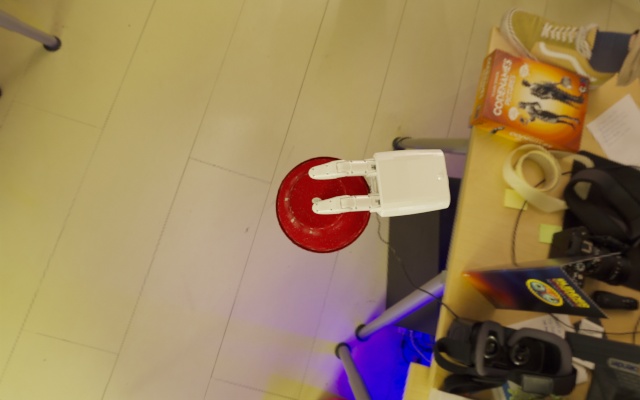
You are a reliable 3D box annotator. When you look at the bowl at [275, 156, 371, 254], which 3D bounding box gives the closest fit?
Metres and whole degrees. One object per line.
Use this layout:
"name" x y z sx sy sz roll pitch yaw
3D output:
"bowl" -0.001 0.003 0.760 0.162 0.162 0.055 0 -8 10
